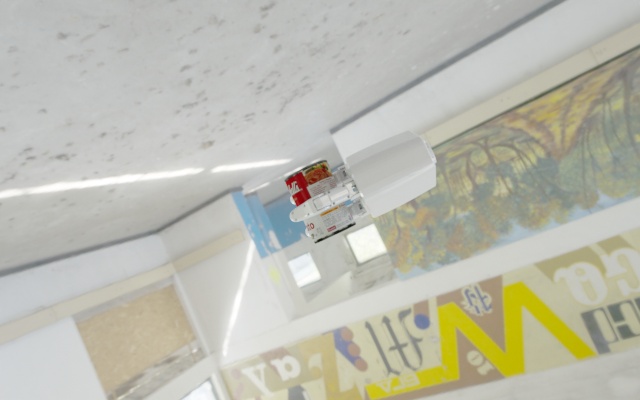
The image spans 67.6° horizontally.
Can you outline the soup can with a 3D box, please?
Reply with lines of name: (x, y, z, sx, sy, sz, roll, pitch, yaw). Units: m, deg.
soup can: (0.000, 0.003, 0.682, 0.068, 0.102, 0.068, -25, -3, -2)
